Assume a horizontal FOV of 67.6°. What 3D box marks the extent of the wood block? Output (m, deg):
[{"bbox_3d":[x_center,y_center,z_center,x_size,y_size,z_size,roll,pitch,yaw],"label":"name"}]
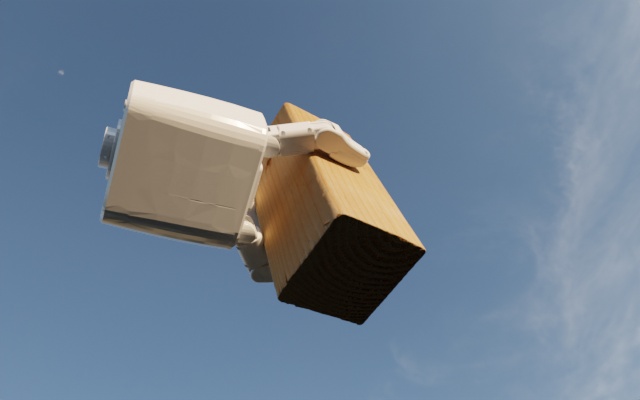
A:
[{"bbox_3d":[0.000,0.001,0.447,0.090,0.091,0.206,24,24,-29],"label":"wood block"}]
